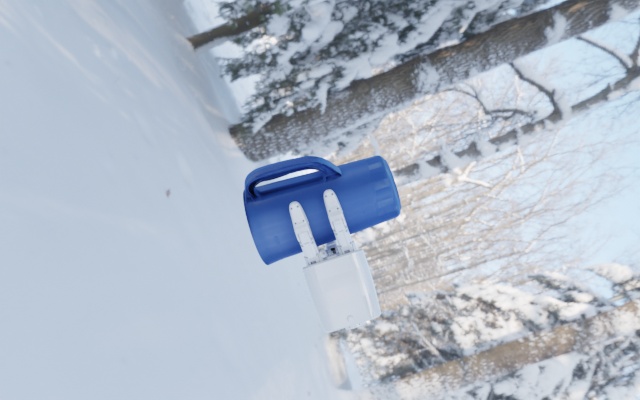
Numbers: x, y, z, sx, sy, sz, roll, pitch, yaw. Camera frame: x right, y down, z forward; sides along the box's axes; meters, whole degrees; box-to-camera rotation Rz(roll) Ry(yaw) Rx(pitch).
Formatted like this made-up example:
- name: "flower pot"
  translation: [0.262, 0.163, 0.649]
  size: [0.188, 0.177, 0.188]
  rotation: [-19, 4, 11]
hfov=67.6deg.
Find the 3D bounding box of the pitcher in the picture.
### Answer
- name: "pitcher"
  translation: [0.000, 0.003, 0.782]
  size: [0.243, 0.145, 0.149]
  rotation: [-18, -7, 2]
